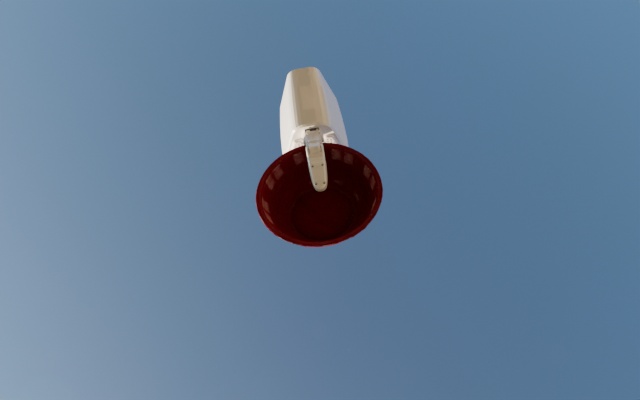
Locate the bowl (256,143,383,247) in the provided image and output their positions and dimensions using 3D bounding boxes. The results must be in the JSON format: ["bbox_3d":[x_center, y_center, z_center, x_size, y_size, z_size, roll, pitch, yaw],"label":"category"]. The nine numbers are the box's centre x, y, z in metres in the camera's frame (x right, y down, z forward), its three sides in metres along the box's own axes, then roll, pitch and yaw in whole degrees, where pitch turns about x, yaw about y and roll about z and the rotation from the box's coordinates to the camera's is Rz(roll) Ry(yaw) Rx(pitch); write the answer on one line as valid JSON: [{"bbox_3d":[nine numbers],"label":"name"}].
[{"bbox_3d":[0.000,0.003,0.624,0.162,0.162,0.055,0,-35,7],"label":"bowl"}]
